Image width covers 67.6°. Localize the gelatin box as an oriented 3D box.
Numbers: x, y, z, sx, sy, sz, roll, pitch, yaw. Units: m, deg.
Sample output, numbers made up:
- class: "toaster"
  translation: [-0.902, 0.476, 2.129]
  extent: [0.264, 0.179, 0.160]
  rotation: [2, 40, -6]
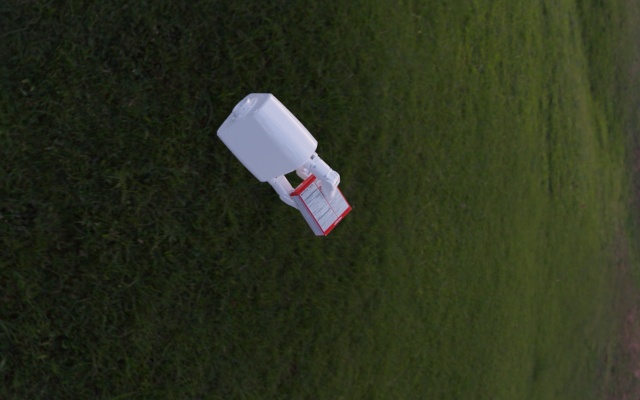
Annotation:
- class: "gelatin box"
  translation: [0.001, 0.003, 0.789]
  extent: [0.073, 0.089, 0.030]
  rotation: [-45, 21, -31]
